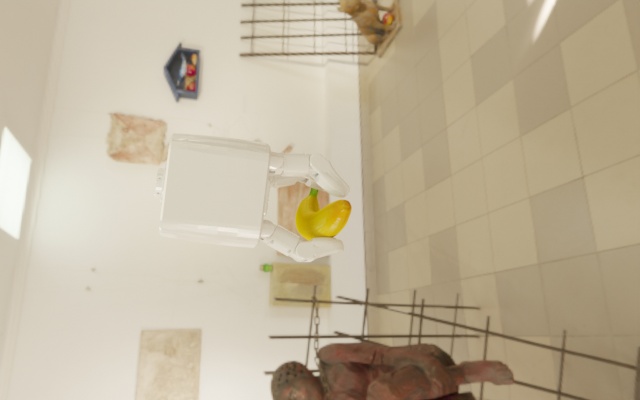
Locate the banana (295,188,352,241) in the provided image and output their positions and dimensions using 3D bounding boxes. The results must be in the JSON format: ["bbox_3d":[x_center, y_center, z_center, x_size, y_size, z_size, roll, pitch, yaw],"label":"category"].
[{"bbox_3d":[-0.004,0.020,0.606,0.037,0.069,0.197,9,6,-14],"label":"banana"}]
